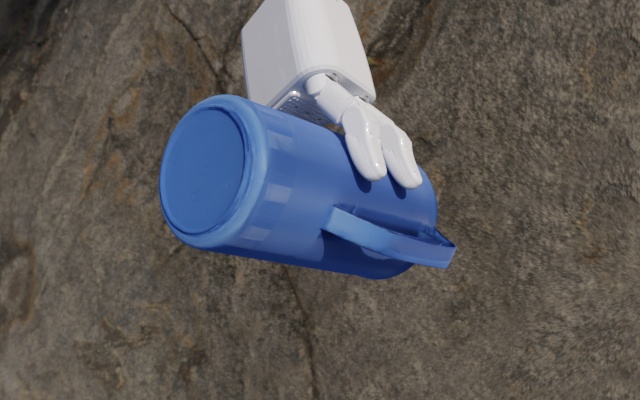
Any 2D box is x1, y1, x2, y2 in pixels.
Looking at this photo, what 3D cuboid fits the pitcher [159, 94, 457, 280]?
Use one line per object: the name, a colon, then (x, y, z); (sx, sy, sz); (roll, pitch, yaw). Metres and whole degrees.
pitcher: (0.000, 0.001, 0.405); (0.149, 0.145, 0.243); (-24, -22, 31)
